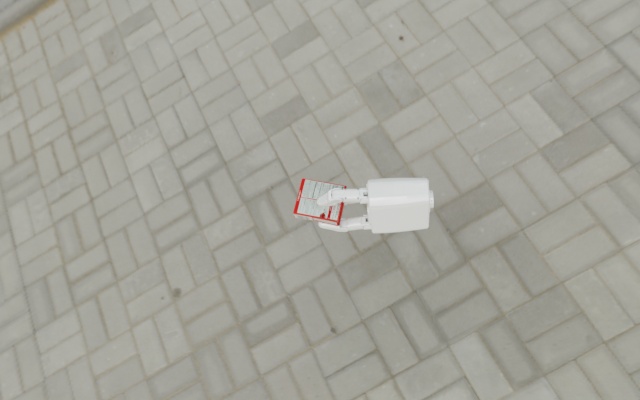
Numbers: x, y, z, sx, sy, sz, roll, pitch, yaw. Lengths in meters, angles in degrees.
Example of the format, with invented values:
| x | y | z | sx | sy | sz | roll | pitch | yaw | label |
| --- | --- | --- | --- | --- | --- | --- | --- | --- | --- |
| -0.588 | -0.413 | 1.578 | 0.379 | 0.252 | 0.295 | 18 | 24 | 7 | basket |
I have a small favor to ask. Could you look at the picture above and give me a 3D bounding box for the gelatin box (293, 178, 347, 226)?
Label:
| x | y | z | sx | sy | sz | roll | pitch | yaw | label |
| --- | --- | --- | --- | --- | --- | --- | --- | --- | --- |
| 0.000 | 0.003 | 0.896 | 0.089 | 0.073 | 0.030 | 10 | -18 | 8 | gelatin box |
